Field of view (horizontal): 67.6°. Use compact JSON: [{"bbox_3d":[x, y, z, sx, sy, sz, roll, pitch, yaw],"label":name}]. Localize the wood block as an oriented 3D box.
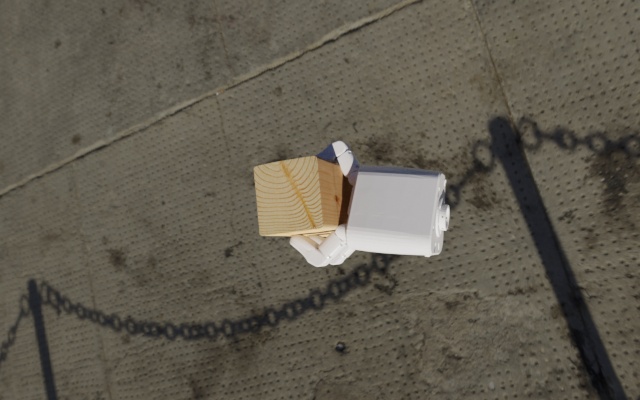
[{"bbox_3d":[0.000,0.002,0.674,0.090,0.091,0.206,-8,-8,22],"label":"wood block"}]
